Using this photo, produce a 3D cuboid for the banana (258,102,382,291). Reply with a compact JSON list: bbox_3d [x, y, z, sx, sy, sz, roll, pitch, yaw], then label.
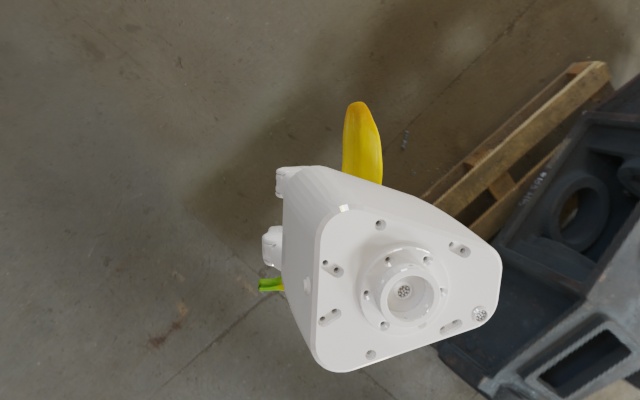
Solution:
[{"bbox_3d":[0.015,0.012,0.432,0.069,0.198,0.037,26,7,-11],"label":"banana"}]
